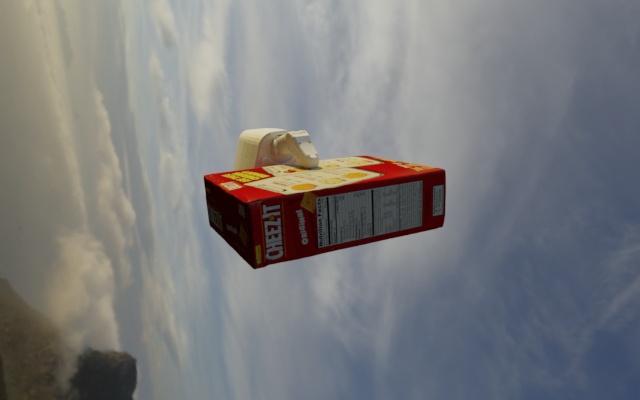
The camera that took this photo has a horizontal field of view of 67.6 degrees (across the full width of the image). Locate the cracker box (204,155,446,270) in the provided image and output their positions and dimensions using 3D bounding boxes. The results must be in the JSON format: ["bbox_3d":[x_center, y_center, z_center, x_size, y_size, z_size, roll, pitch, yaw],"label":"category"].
[{"bbox_3d":[0.000,0.001,0.518,0.213,0.072,0.164,-10,15,-24],"label":"cracker box"}]
